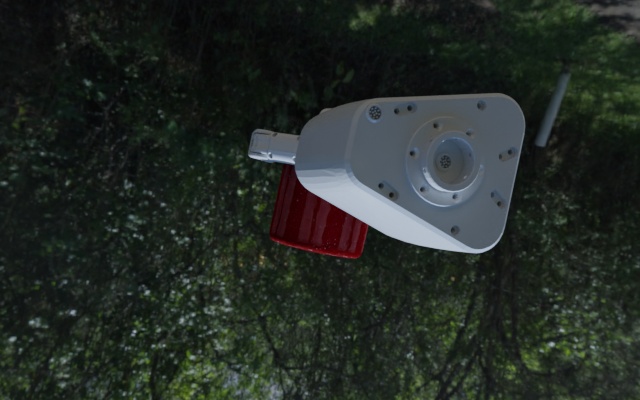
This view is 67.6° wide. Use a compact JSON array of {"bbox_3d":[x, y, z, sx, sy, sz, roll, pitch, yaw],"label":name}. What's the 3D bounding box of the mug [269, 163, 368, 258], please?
[{"bbox_3d":[0.000,0.002,0.421,0.093,0.081,0.117,13,-2,-16],"label":"mug"}]
